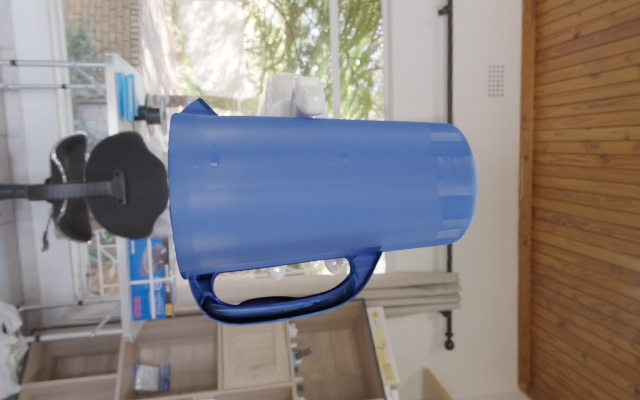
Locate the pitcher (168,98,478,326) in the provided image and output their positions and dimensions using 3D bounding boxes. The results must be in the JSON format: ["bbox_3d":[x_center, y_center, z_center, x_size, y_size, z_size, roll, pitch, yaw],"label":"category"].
[{"bbox_3d":[0.000,0.001,0.401,0.243,0.149,0.145,-3,29,-10],"label":"pitcher"}]
